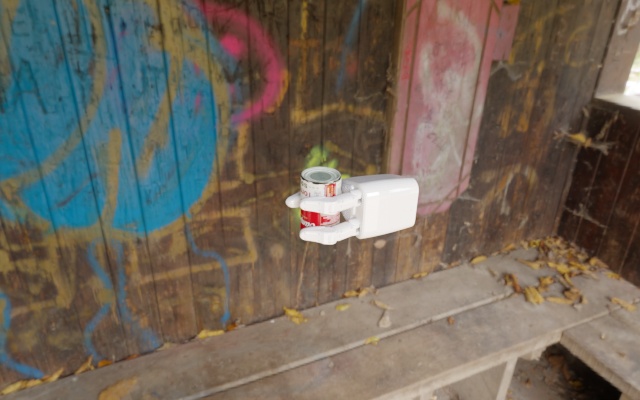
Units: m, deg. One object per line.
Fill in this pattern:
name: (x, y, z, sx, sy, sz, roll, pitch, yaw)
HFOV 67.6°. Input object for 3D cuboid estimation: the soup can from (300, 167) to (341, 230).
soup can: (0.000, 0.002, 0.798, 0.068, 0.102, 0.068, 1, 27, -1)
